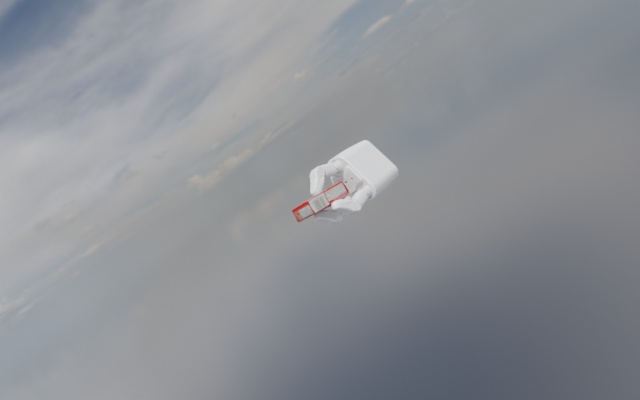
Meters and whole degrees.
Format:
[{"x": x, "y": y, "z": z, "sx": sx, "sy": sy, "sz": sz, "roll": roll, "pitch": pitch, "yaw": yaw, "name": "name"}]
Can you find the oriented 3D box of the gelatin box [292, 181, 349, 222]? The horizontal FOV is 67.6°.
[{"x": 0.000, "y": 0.003, "z": 0.891, "sx": 0.089, "sy": 0.030, "sz": 0.073, "roll": -30, "pitch": 1, "yaw": -32, "name": "gelatin box"}]
